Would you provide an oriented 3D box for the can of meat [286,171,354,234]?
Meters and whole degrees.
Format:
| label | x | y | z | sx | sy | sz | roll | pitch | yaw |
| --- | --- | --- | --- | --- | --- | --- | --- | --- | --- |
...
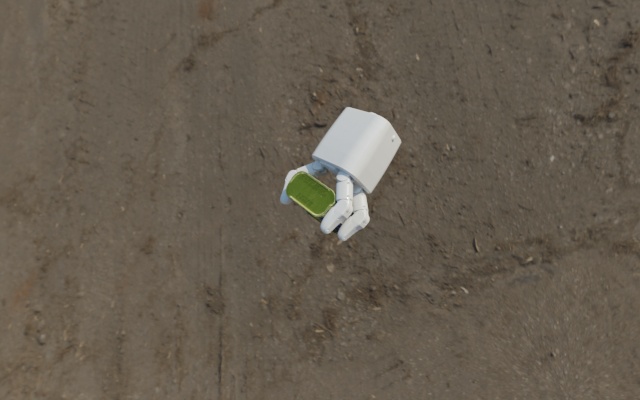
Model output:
| label | x | y | z | sx | sy | sz | roll | pitch | yaw |
| --- | --- | --- | --- | --- | --- | --- | --- | --- | --- |
| can of meat | 0.000 | 0.003 | 0.797 | 0.102 | 0.057 | 0.084 | 35 | -2 | 33 |
